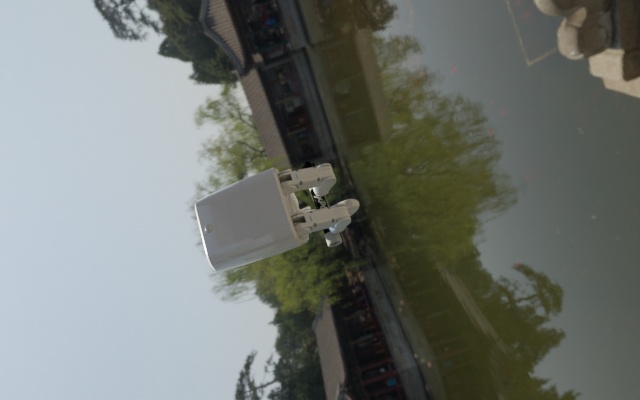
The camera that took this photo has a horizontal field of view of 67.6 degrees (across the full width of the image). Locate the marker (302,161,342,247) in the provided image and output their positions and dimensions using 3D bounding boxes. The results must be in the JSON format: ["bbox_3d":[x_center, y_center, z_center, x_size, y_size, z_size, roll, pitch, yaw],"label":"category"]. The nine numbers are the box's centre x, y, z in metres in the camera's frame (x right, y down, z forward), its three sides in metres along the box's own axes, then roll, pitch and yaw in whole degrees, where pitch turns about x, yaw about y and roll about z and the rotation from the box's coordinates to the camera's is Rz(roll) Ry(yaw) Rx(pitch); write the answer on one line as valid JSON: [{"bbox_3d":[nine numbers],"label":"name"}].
[{"bbox_3d":[0.000,0.002,0.624,0.020,0.121,0.020,-17,-21,-7],"label":"marker"}]
